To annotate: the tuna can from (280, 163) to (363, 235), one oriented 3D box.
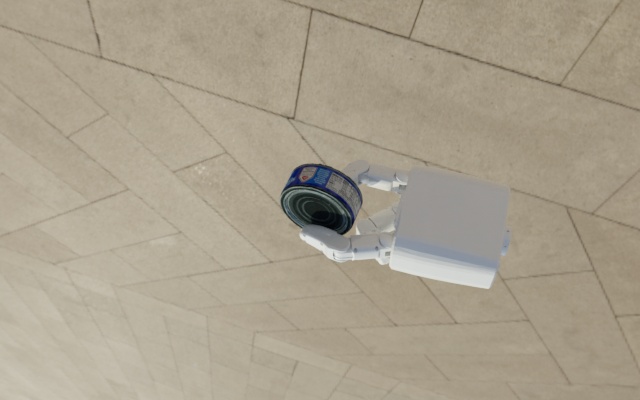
[{"bbox_3d":[0.000,0.002,0.516,0.086,0.033,0.086,17,-36,13],"label":"tuna can"}]
